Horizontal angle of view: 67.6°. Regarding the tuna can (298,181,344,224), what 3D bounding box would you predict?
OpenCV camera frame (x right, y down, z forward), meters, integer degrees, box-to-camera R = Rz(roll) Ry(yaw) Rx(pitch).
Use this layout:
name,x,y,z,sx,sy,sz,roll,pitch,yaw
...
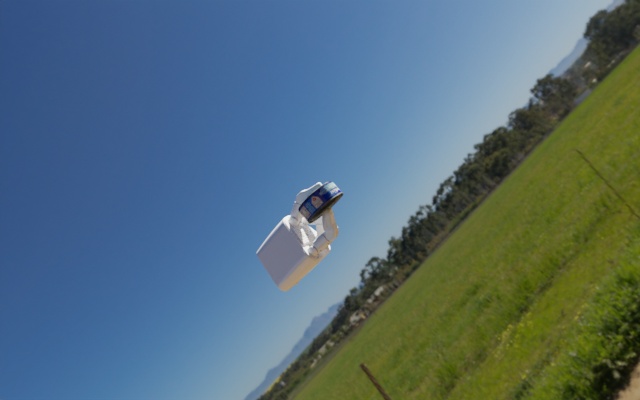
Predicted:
name,x,y,z,sx,sy,sz,roll,pitch,yaw
tuna can,0.000,0.002,0.891,0.086,0.033,0.086,-40,-9,-7
